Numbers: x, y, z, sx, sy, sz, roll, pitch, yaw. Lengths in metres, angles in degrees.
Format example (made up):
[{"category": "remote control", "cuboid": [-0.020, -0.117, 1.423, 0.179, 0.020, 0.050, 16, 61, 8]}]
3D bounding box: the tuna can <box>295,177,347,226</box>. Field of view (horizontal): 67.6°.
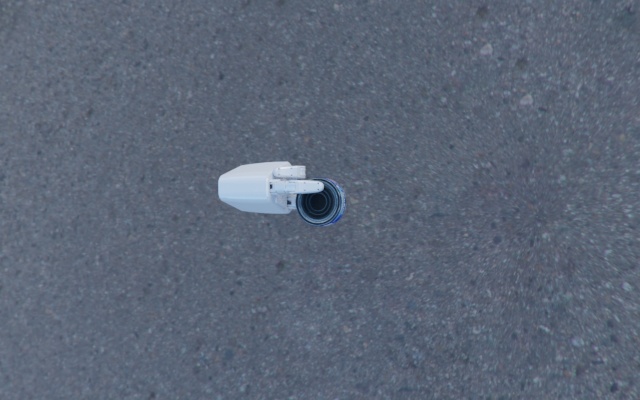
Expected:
[{"category": "tuna can", "cuboid": [0.000, 0.003, 0.833, 0.086, 0.086, 0.034, 0, -2, 19]}]
